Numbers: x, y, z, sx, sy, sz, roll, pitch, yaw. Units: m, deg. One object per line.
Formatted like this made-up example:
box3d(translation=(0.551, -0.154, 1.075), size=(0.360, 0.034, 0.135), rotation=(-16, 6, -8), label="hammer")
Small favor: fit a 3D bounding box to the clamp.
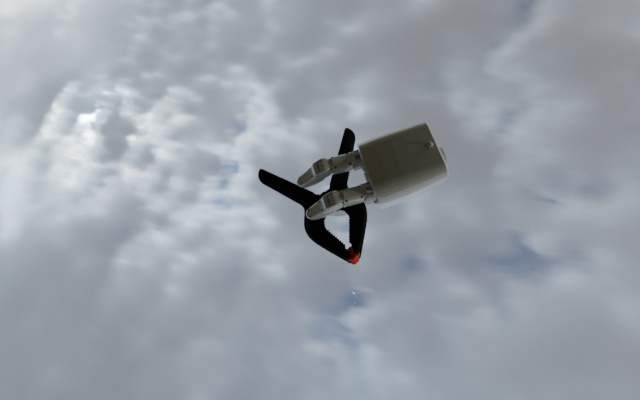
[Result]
box3d(translation=(0.001, 0.003, 0.713), size=(0.164, 0.210, 0.036), rotation=(-20, -26, 6), label="clamp")
